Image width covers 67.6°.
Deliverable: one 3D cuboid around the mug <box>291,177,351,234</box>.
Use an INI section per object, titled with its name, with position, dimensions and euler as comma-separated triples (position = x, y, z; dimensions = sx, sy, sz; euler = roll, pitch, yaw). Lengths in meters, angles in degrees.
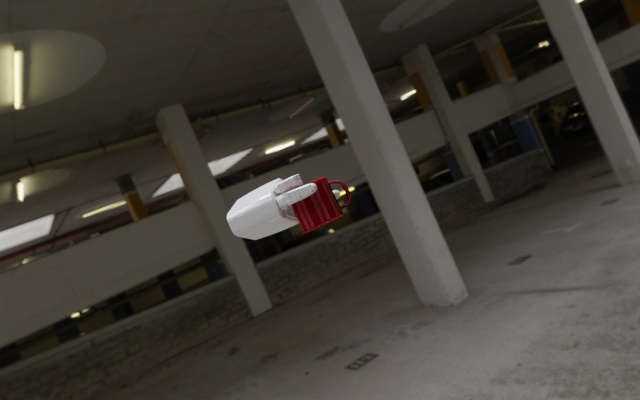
[mug]
position = 0.001, 0.002, 0.893
dimensions = 0.117, 0.081, 0.093
euler = -24, 1, 15
